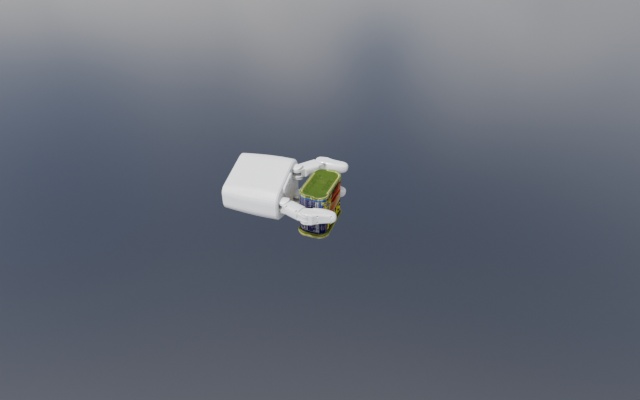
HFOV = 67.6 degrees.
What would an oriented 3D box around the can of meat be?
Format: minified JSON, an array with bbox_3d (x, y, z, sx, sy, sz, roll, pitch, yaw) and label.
[{"bbox_3d":[0.000,0.003,0.848,0.057,0.084,0.102,12,36,17],"label":"can of meat"}]
